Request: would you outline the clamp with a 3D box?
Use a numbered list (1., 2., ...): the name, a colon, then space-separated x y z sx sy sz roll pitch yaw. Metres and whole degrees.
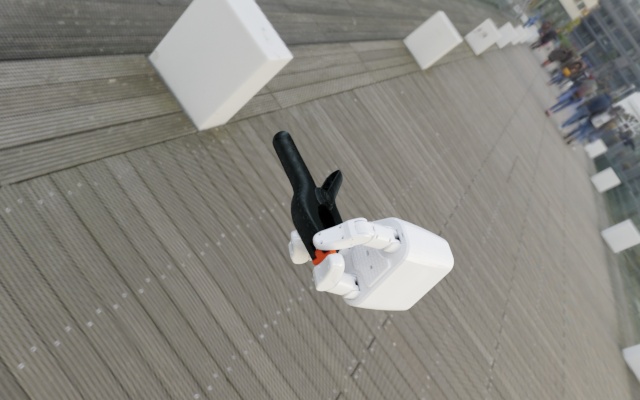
1. clamp: 0.000 0.002 0.577 0.120 0.171 0.039 19 -43 -42
